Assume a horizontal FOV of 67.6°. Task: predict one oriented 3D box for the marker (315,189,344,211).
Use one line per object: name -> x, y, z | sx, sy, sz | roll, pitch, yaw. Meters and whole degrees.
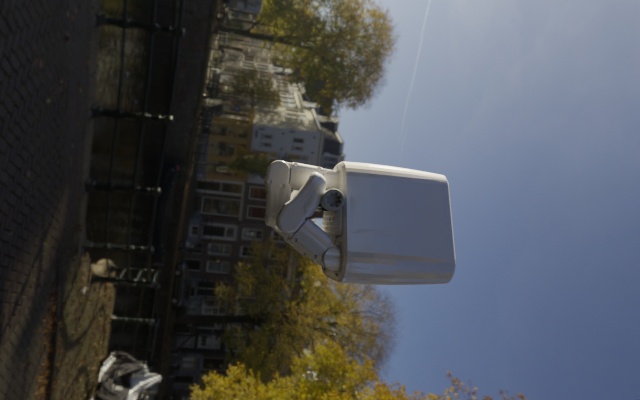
marker -> 0.000, 0.002, 0.466 | 0.020, 0.020, 0.121 | 0, -2, -11
